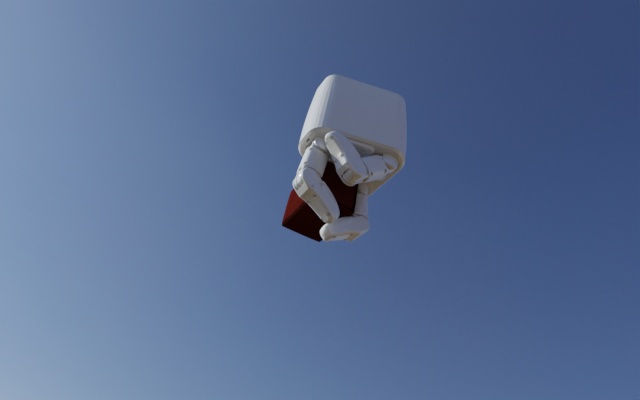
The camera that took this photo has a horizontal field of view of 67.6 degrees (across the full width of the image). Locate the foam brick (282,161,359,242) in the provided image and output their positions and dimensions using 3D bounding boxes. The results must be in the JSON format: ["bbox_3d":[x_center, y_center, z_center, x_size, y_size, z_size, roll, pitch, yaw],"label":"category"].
[{"bbox_3d":[0.000,0.002,0.543,0.053,0.051,0.078,27,-42,-19],"label":"foam brick"}]
